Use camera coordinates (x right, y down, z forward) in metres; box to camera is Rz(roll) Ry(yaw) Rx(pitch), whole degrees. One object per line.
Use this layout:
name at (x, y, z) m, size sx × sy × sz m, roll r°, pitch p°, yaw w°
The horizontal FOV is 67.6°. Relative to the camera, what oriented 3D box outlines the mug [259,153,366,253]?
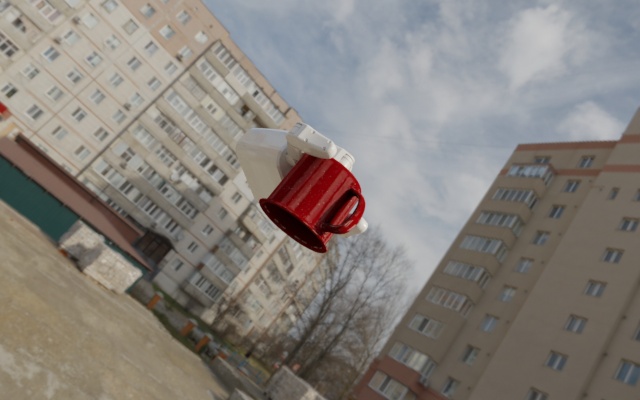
mug at (0.001, 0.002, 0.527) m, size 0.117 × 0.081 × 0.093 m, roll 18°, pitch -27°, yaw 46°
